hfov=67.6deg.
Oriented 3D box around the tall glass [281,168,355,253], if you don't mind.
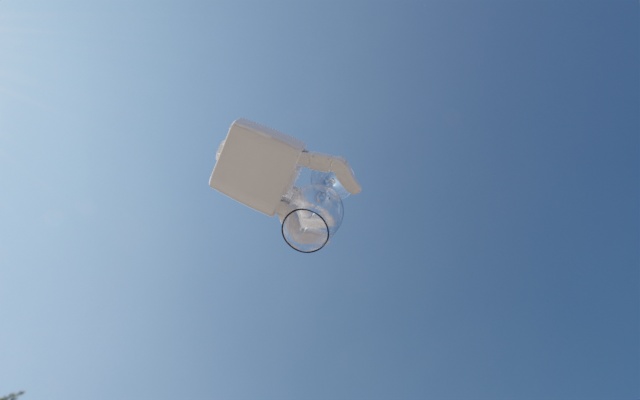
[{"bbox_3d":[0.000,0.002,0.689,0.079,0.079,0.201,0,22,12],"label":"tall glass"}]
